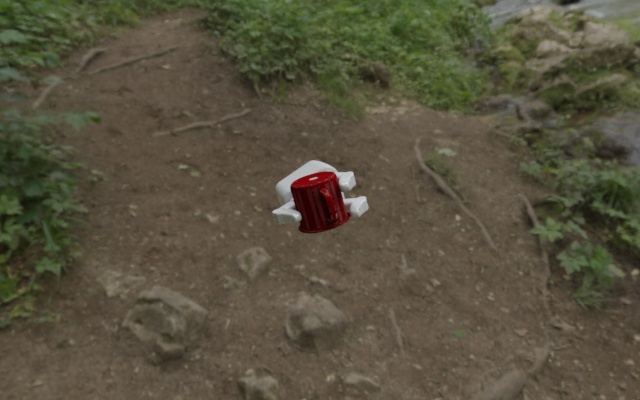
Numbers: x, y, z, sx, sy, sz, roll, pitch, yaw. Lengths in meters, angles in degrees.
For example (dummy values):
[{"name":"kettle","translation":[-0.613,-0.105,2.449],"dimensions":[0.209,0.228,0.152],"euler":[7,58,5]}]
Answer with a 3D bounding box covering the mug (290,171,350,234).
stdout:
[{"name":"mug","translation":[0.000,0.003,0.800],"dimensions":[0.093,0.081,0.117],"euler":[-19,17,-12]}]
